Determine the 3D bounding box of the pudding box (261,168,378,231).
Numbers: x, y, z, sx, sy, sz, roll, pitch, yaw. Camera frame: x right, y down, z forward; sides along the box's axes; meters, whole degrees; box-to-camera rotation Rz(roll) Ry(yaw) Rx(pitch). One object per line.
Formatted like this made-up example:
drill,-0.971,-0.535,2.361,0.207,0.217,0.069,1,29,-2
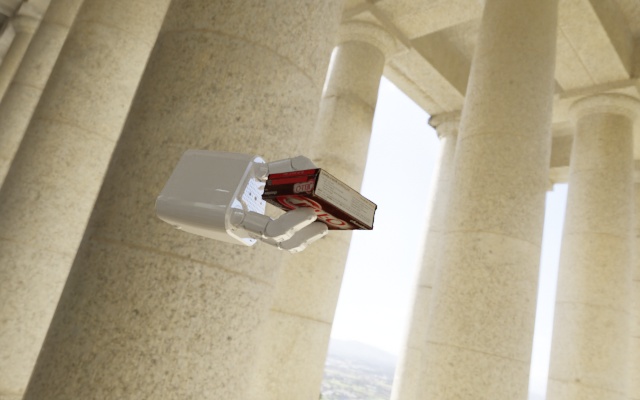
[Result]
pudding box,0.000,0.002,0.574,0.090,0.039,0.113,-2,-22,45
